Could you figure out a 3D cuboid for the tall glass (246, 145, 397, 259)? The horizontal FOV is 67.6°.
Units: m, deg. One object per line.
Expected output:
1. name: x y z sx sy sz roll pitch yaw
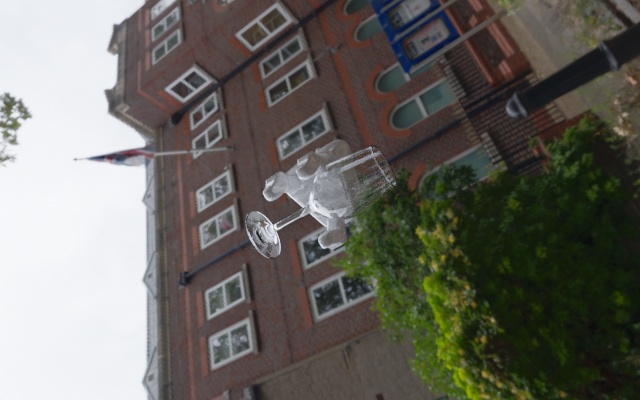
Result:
1. tall glass: 0.000 0.003 0.638 0.201 0.079 0.079 -30 -11 21
